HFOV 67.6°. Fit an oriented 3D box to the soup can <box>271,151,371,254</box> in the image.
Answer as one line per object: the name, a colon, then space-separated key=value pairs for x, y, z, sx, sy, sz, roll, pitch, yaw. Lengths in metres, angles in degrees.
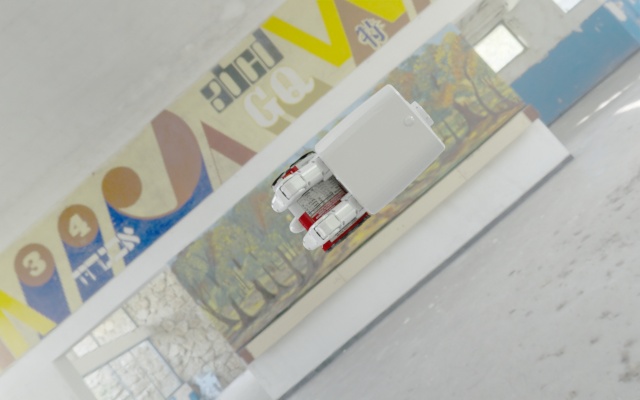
soup can: x=0.000 y=0.002 z=0.553 sx=0.068 sy=0.102 sz=0.068 roll=-40 pitch=-4 yaw=-4
